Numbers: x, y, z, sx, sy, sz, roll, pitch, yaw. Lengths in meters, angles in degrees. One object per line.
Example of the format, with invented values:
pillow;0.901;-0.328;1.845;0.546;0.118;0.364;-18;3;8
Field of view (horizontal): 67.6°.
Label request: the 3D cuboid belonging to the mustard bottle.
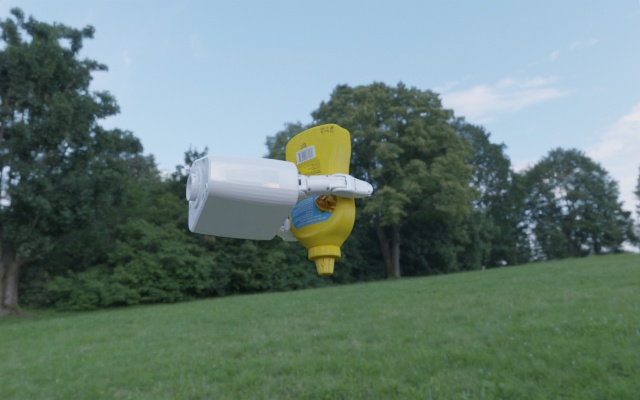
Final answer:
mustard bottle;0.000;0.002;0.630;0.096;0.191;0.058;-17;-23;36
